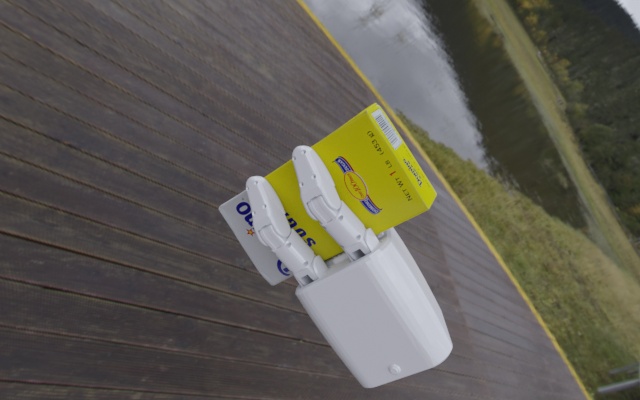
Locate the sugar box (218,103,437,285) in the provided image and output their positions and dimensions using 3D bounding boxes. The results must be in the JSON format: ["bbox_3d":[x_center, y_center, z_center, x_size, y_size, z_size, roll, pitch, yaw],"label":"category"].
[{"bbox_3d":[0.000,0.002,0.419,0.176,0.093,0.048,-31,5,28],"label":"sugar box"}]
